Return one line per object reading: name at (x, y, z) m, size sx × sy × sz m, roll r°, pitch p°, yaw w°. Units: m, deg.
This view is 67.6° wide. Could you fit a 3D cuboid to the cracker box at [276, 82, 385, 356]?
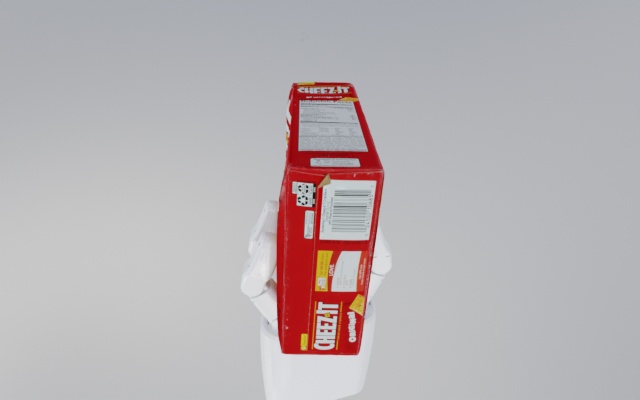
cracker box at (0.000, 0.001, 0.428) m, size 0.072 × 0.164 × 0.213 m, roll 2°, pitch 28°, yaw -3°
